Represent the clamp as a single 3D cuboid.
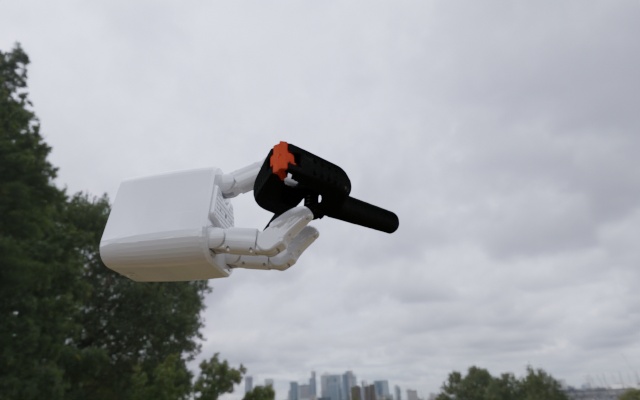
[{"bbox_3d":[0.000,0.001,0.489,0.164,0.036,0.210,-6,-24,5],"label":"clamp"}]
